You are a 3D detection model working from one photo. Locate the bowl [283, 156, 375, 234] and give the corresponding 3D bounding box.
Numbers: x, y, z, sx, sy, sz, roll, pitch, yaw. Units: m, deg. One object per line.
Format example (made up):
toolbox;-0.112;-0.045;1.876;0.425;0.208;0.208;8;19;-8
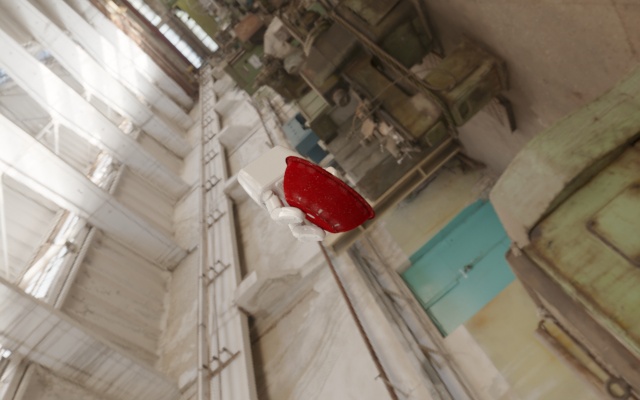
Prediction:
bowl;0.000;0.003;0.716;0.162;0.055;0.162;32;-11;7
